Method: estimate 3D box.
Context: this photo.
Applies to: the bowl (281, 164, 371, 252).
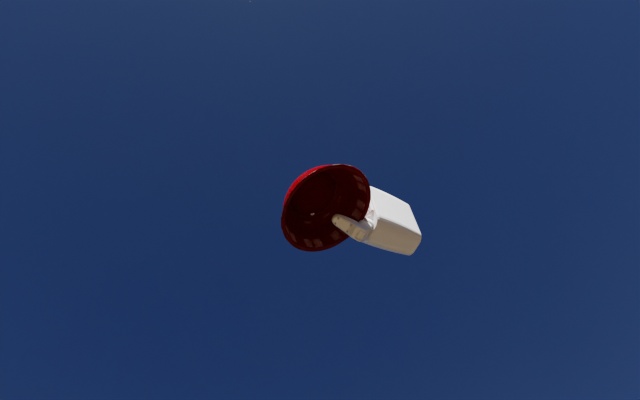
[{"bbox_3d":[-0.001,0.002,0.776,0.162,0.162,0.055,0,30,-32],"label":"bowl"}]
